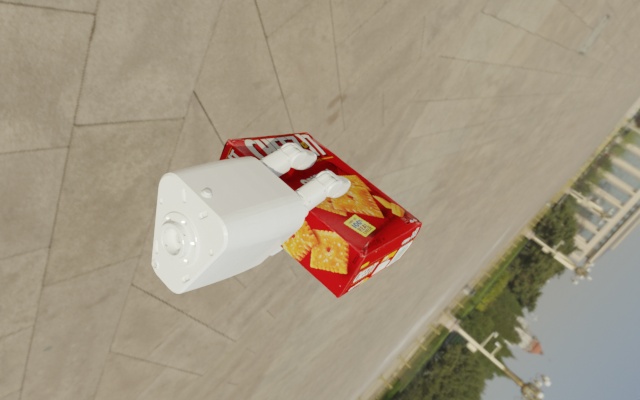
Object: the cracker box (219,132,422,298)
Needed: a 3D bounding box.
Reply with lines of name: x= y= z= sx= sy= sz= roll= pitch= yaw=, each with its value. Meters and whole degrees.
cracker box: x=0.000 y=0.002 z=0.584 sx=0.213 sy=0.072 sz=0.164 roll=40 pitch=29 yaw=21
